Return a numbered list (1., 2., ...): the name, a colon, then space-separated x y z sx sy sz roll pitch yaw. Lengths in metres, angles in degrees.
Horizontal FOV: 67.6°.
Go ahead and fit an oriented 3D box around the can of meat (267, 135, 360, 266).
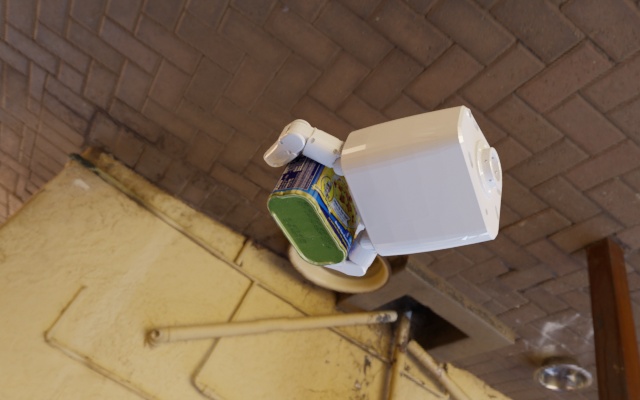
1. can of meat: 0.000 0.002 0.467 0.057 0.102 0.084 -9 39 32
